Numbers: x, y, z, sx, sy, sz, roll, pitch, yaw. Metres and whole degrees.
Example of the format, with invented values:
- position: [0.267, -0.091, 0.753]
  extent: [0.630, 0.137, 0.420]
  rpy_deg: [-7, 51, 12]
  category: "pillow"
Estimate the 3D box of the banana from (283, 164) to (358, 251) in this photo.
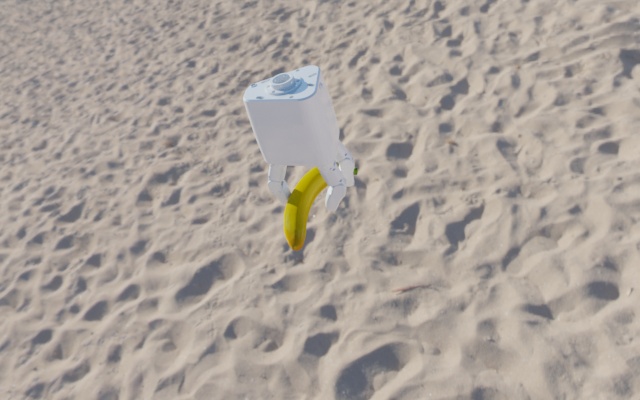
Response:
- position: [-0.014, -0.004, 0.746]
  extent: [0.069, 0.037, 0.197]
  rpy_deg: [14, 48, 28]
  category: "banana"
